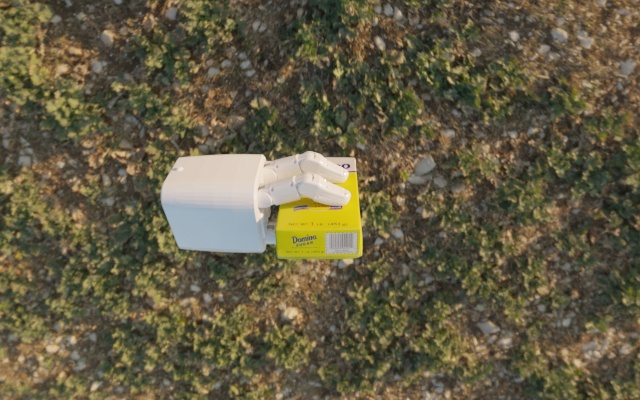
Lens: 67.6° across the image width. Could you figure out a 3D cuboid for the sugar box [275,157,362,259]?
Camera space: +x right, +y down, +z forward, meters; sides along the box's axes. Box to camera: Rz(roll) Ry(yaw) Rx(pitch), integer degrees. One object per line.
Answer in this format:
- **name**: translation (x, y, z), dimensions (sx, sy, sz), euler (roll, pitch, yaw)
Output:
- **sugar box**: translation (0.000, 0.001, 0.578), dimensions (0.093, 0.048, 0.176), euler (0, 33, 1)
